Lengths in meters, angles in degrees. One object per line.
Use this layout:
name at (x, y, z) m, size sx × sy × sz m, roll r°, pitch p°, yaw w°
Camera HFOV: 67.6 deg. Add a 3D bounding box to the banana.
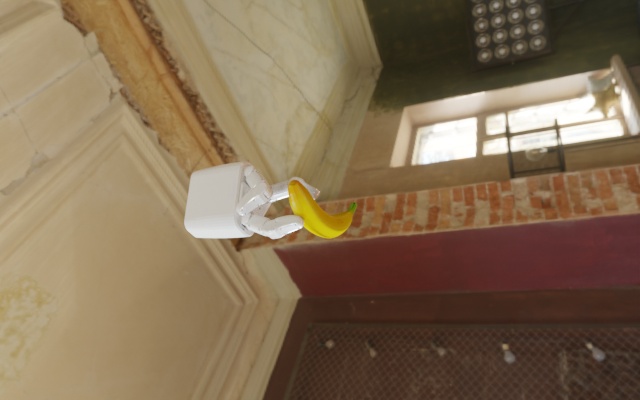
banana at (0.001, 0.021, 0.739) m, size 0.037 × 0.069 × 0.198 m, roll -3°, pitch -11°, yaw 28°
